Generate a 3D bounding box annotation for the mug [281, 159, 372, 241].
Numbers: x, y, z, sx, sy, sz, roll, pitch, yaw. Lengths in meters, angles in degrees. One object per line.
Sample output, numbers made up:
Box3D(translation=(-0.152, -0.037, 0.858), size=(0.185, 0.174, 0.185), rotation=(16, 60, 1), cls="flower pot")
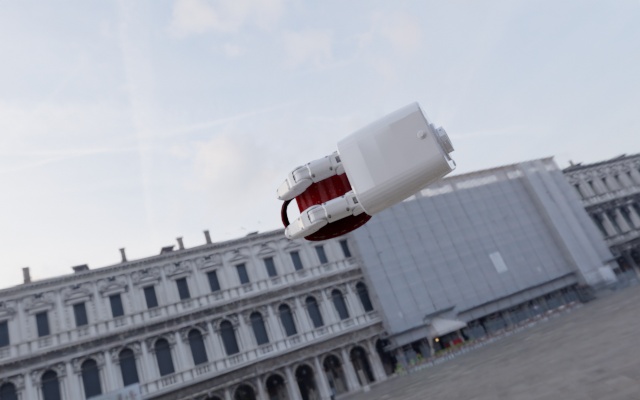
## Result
Box3D(translation=(-0.001, 0.002, 0.620), size=(0.117, 0.081, 0.093), rotation=(-27, -22, 19), cls="mug")
